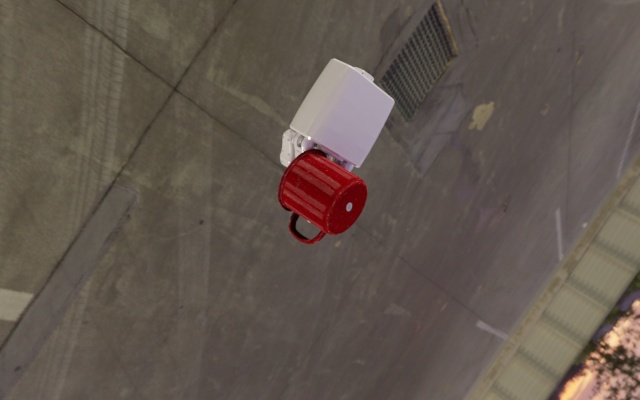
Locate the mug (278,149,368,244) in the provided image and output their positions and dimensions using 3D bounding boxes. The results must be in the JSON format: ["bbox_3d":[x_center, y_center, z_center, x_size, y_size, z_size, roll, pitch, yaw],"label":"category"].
[{"bbox_3d":[-0.001,0.003,0.616,0.081,0.117,0.093,33,6,31],"label":"mug"}]
